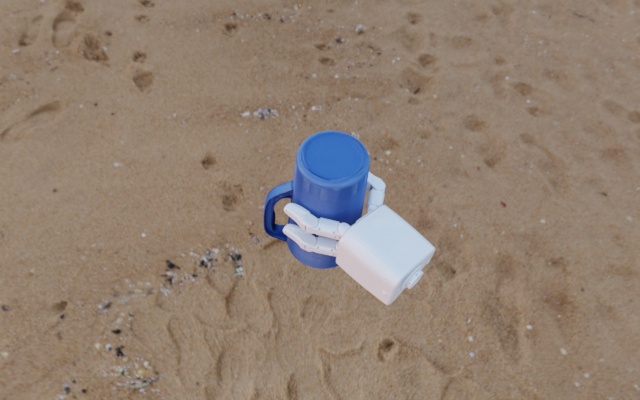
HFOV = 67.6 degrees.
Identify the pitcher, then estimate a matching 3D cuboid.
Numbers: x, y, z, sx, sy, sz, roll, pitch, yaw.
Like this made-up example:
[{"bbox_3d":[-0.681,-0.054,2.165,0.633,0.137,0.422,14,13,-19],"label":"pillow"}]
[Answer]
[{"bbox_3d":[0.000,0.003,0.783,0.149,0.145,0.243,-38,-24,-26],"label":"pitcher"}]
